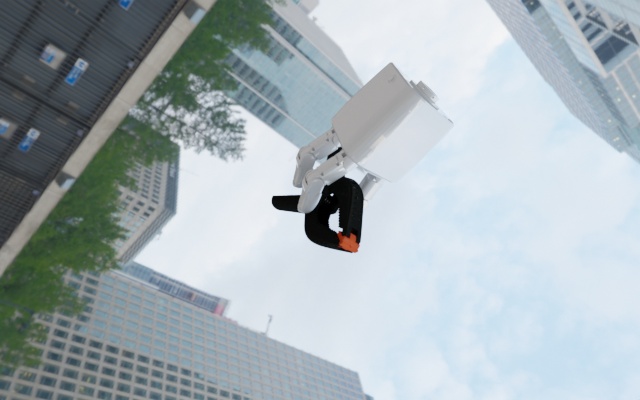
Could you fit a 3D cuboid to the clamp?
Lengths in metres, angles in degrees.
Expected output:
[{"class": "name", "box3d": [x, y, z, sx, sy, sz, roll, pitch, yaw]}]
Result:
[{"class": "clamp", "box3d": [0.001, 0.003, 0.630, 0.036, 0.164, 0.209, 30, 26, -32]}]
